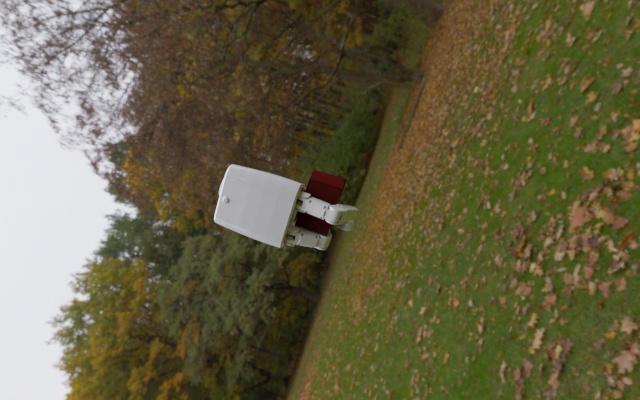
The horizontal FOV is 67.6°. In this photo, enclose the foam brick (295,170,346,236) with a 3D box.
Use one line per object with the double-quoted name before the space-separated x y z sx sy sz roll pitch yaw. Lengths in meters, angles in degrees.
"foam brick" 0.000 0.002 0.700 0.051 0.078 0.053 19 19 2
